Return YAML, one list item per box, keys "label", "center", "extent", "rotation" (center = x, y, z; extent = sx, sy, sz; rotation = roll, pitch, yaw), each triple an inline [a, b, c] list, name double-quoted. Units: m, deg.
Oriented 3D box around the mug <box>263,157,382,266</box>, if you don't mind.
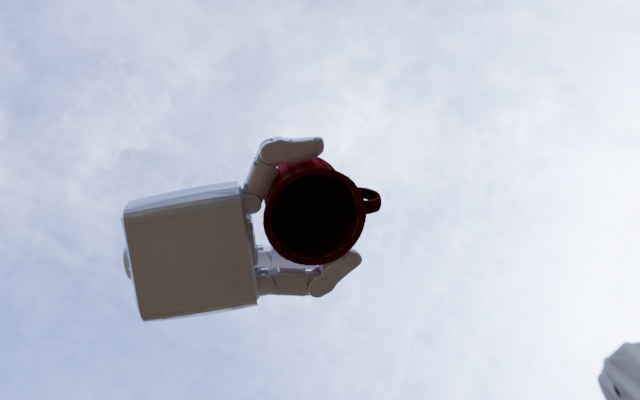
- label: "mug"
  center: [0.001, 0.001, 0.461]
  extent: [0.117, 0.093, 0.081]
  rotation: [-8, 20, -9]
